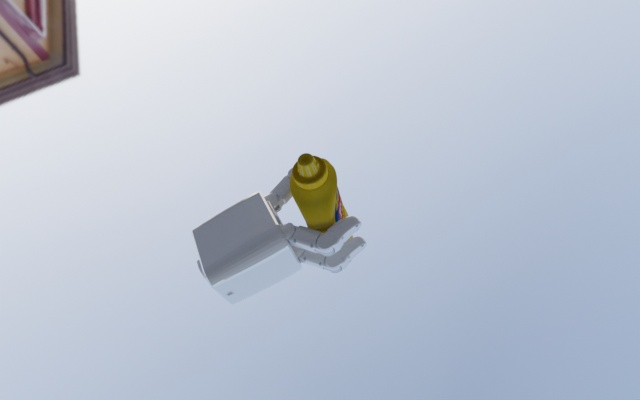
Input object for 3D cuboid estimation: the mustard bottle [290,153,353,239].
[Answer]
[{"bbox_3d":[0.000,0.002,0.610,0.058,0.096,0.192,-8,-31,8],"label":"mustard bottle"}]
